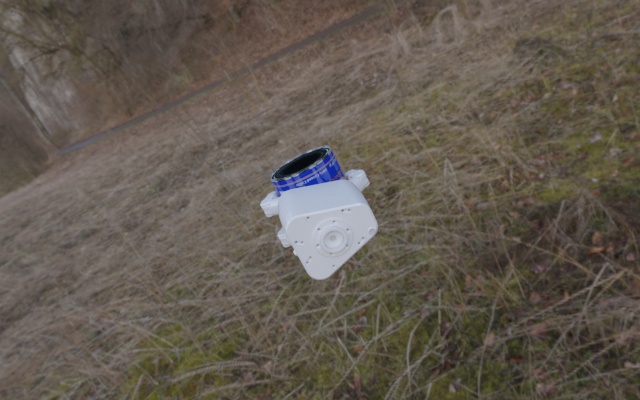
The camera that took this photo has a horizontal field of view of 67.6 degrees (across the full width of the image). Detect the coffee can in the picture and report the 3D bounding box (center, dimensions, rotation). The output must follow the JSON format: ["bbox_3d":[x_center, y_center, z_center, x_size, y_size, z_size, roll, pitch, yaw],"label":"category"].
[{"bbox_3d":[0.000,0.002,0.727,0.103,0.140,0.102,-25,18,9],"label":"coffee can"}]
